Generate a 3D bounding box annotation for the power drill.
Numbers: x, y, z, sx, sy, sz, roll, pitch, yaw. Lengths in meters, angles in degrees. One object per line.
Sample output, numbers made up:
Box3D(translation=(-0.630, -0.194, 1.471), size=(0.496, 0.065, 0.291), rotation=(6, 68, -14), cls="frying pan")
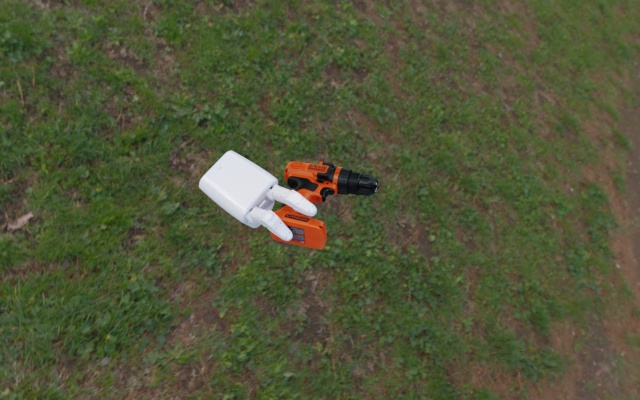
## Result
Box3D(translation=(0.000, 0.003, 0.866), size=(0.184, 0.057, 0.187), rotation=(9, 41, 16), cls="power drill")
